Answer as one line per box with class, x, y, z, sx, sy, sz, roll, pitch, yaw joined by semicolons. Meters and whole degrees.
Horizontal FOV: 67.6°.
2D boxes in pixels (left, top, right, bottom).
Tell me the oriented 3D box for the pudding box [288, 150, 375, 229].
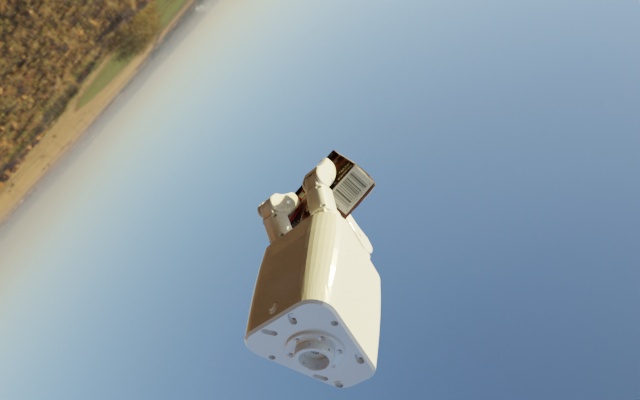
pudding box;0.000;0.002;0.534;0.039;0.113;0.090;43;2;-21
